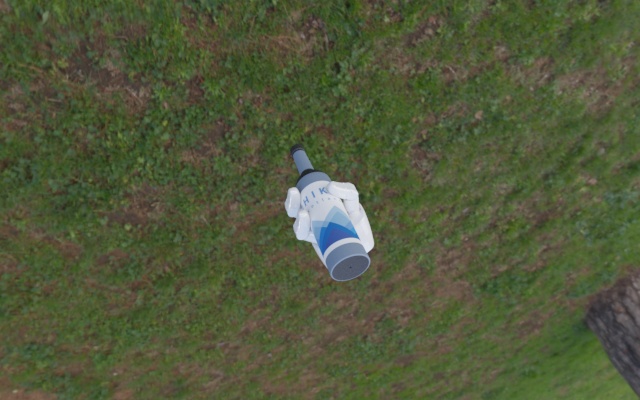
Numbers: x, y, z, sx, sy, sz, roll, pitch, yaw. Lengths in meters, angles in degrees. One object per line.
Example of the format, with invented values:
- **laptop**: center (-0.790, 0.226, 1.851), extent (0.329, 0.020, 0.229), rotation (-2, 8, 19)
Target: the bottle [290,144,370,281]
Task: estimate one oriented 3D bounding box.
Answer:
- **bottle**: center (0.000, 0.003, 0.837), extent (0.069, 0.069, 0.295), rotation (0, 44, -26)
